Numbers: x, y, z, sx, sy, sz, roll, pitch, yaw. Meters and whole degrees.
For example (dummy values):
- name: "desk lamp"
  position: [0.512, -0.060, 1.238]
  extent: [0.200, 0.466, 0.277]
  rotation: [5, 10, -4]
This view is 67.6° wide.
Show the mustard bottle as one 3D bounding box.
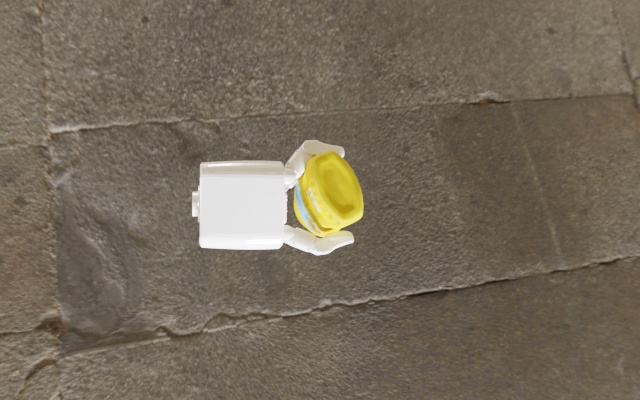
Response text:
- name: "mustard bottle"
  position: [0.000, 0.002, 0.677]
  extent: [0.058, 0.096, 0.192]
  rotation: [-24, -6, -17]
